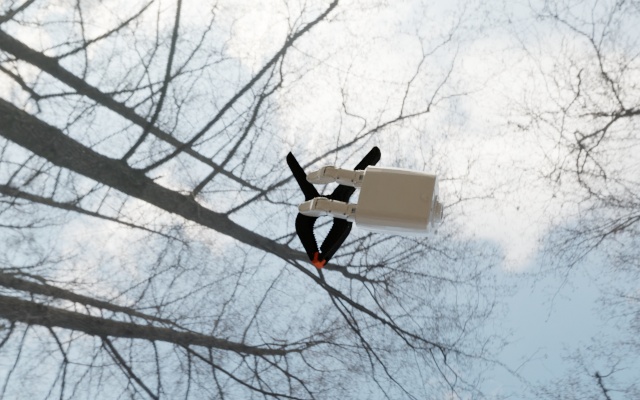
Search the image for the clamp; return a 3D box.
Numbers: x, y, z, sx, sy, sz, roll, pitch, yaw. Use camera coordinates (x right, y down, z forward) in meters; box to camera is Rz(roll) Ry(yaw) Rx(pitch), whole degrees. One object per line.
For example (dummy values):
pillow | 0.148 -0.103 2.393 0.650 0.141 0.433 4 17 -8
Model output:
clamp | 0.000 0.003 0.765 0.164 0.210 0.036 5 -23 24
